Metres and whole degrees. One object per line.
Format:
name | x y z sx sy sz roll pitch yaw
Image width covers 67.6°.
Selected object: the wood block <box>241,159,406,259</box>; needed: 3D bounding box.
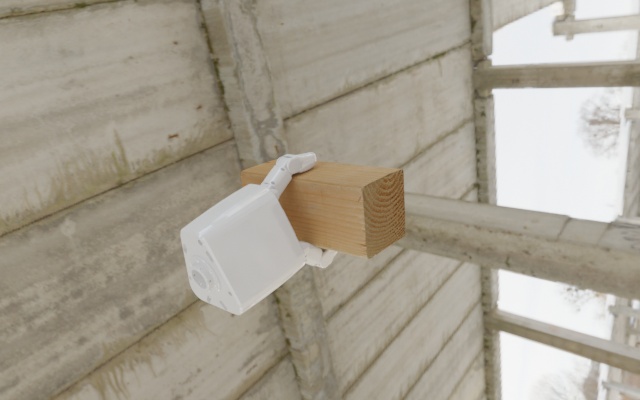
wood block | 0.000 0.002 0.631 0.206 0.091 0.090 10 23 39
